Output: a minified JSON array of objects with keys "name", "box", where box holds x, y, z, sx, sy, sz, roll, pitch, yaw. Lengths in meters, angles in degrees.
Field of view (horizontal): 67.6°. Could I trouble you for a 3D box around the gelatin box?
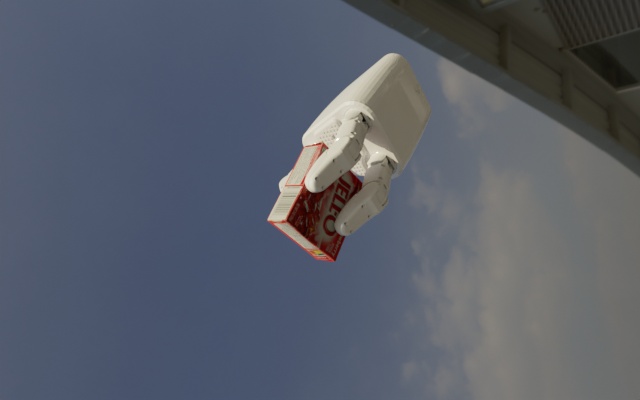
[{"name":"gelatin box","box":[0.000,0.002,0.452,0.030,0.089,0.073,-2,-35,46]}]
